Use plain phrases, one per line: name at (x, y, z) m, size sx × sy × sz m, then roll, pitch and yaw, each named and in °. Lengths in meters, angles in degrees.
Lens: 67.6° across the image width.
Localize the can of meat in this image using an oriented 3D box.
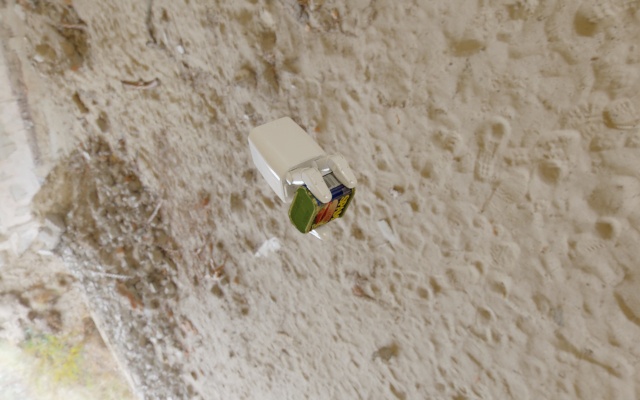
can of meat at (0.000, 0.003, 0.793) m, size 0.084 × 0.057 × 0.102 m, roll -26°, pitch -24°, yaw -32°
